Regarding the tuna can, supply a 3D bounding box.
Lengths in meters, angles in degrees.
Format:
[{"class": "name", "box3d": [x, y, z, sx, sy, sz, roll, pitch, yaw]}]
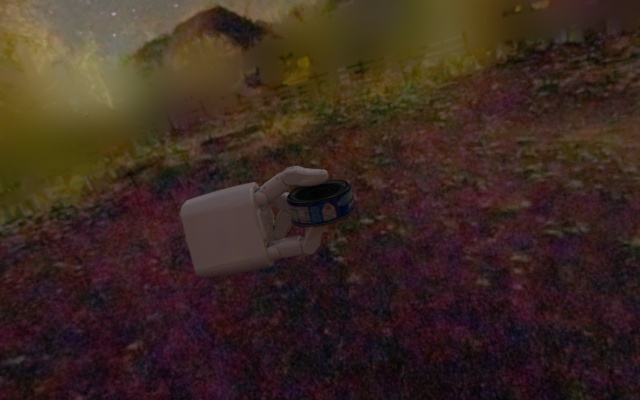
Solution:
[{"class": "tuna can", "box3d": [0.000, 0.001, 0.619, 0.086, 0.034, 0.086, -11, 18, 4]}]
